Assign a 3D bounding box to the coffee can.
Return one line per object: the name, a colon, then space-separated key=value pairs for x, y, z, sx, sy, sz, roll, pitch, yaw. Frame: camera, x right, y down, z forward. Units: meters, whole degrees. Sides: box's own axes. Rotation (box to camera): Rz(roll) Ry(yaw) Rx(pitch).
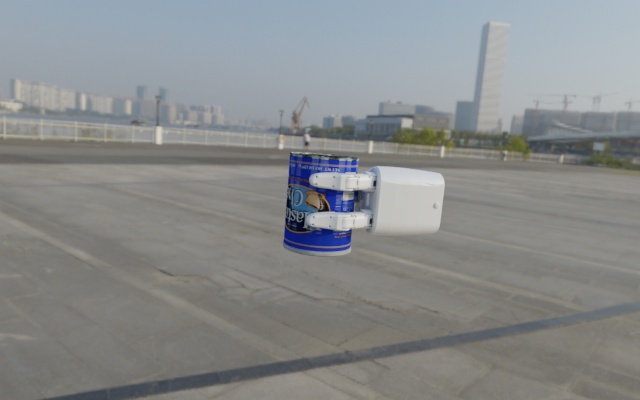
coffee can: x=0.000 y=0.002 z=0.707 sx=0.103 sy=0.140 sz=0.103 roll=5 pitch=8 yaw=-1
